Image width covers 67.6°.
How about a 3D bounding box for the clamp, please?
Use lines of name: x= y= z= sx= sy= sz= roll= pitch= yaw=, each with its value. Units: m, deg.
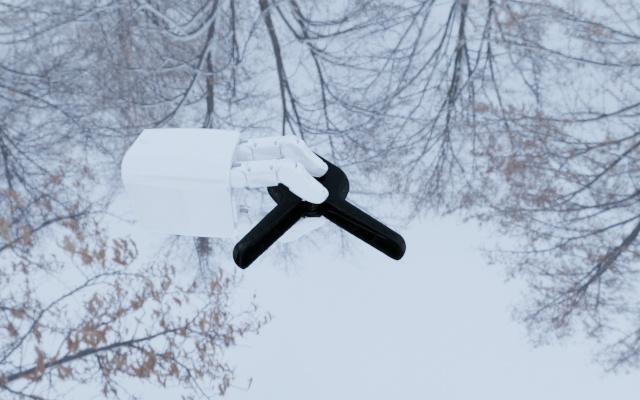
clamp: x=0.000 y=0.002 z=0.523 sx=0.164 sy=0.036 sz=0.209 roll=2 pitch=33 yaw=-2
